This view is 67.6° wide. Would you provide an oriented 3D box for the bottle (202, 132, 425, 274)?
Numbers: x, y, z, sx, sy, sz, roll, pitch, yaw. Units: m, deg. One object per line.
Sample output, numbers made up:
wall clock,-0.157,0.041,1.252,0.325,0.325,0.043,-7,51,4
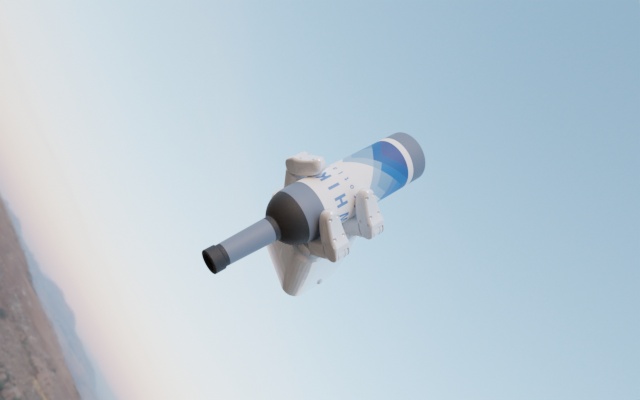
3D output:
bottle,0.000,0.002,0.549,0.295,0.069,0.069,-28,15,-31
